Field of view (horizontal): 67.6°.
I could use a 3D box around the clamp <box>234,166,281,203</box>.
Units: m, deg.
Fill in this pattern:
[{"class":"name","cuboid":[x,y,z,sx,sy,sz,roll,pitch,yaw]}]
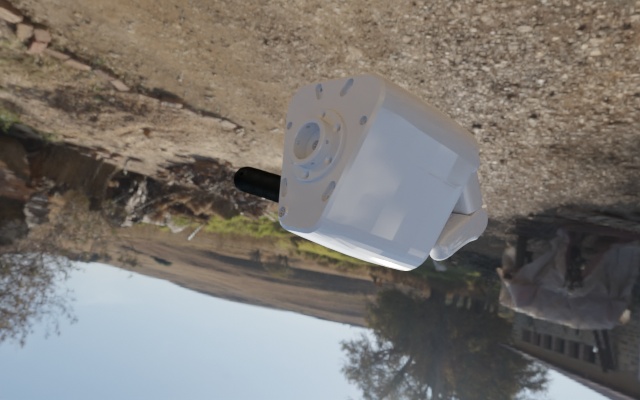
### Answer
[{"class":"clamp","cuboid":[0.000,0.002,0.444,0.120,0.039,0.171,25,-17,-39]}]
